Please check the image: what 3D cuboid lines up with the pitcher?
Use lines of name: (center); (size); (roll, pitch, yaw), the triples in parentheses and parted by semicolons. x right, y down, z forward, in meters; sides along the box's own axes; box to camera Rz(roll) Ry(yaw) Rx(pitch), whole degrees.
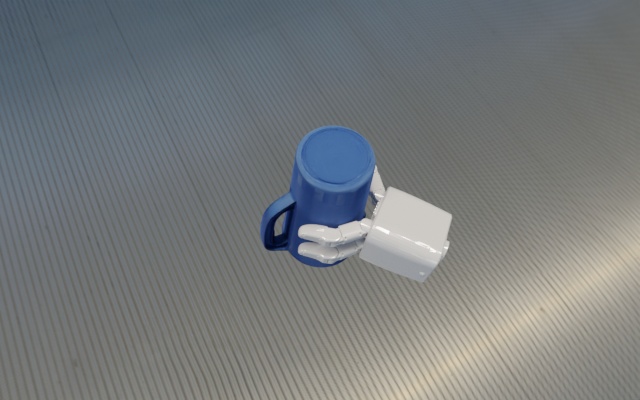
pitcher: (0.000, 0.002, 0.726); (0.145, 0.149, 0.243); (23, -29, 7)
